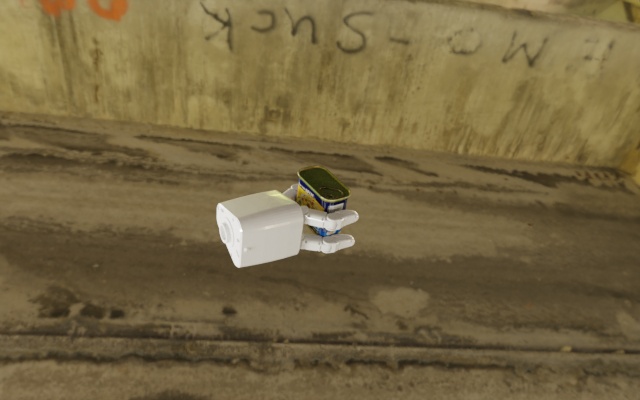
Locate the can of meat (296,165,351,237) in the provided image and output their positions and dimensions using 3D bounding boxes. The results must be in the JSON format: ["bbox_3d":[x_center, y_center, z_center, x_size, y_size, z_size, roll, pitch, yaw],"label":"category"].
[{"bbox_3d":[0.000,0.003,0.816,0.057,0.084,0.102,-15,42,-32],"label":"can of meat"}]
